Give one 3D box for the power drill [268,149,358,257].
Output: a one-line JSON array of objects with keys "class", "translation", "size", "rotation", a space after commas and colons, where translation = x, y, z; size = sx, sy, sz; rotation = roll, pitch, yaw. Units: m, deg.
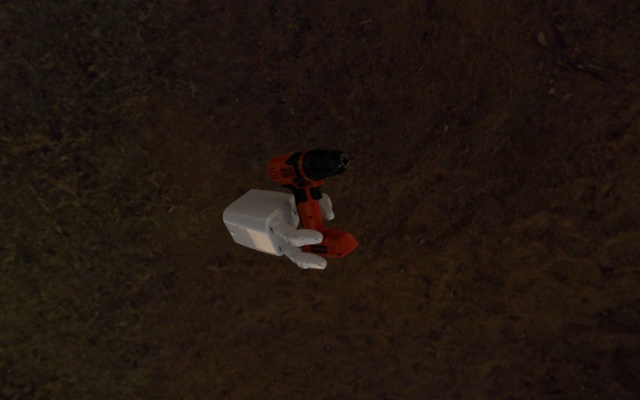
[{"class": "power drill", "translation": [0.000, 0.003, 0.817], "size": [0.057, 0.188, 0.184], "rotation": [-30, 18, -36]}]
